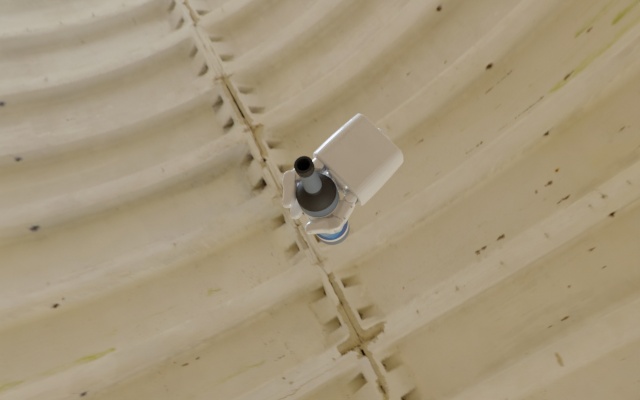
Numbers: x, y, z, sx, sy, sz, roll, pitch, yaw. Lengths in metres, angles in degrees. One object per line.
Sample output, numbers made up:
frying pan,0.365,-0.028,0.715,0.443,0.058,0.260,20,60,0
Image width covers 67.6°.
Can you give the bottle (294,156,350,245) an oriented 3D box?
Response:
bottle,0.000,0.003,0.791,0.069,0.069,0.296,0,-21,10
